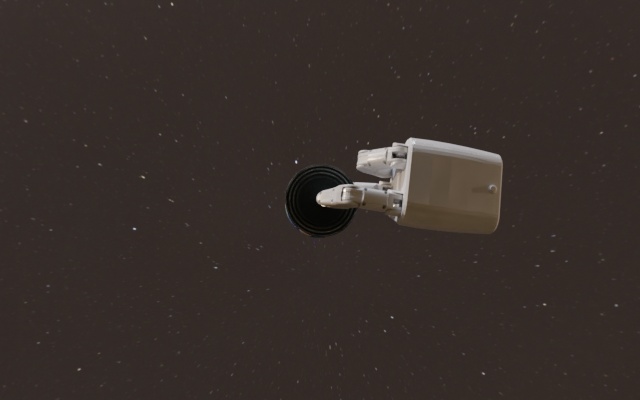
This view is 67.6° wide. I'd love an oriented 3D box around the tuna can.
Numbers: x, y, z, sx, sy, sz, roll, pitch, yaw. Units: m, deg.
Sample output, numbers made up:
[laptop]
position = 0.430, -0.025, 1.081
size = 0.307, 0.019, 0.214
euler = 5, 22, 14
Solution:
[tuna can]
position = 0.000, 0.002, 0.573
size = 0.086, 0.086, 0.034
euler = 0, -8, -5
